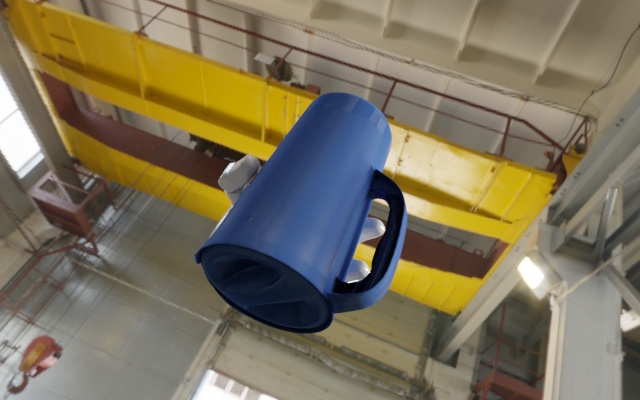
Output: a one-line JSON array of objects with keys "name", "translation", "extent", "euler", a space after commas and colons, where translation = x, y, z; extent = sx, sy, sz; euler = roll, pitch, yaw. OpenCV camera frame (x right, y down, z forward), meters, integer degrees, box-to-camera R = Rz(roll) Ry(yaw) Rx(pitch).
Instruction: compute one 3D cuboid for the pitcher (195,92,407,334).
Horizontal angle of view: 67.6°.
[{"name": "pitcher", "translation": [0.000, 0.002, 0.484], "extent": [0.149, 0.242, 0.145], "euler": [35, -37, -10]}]
